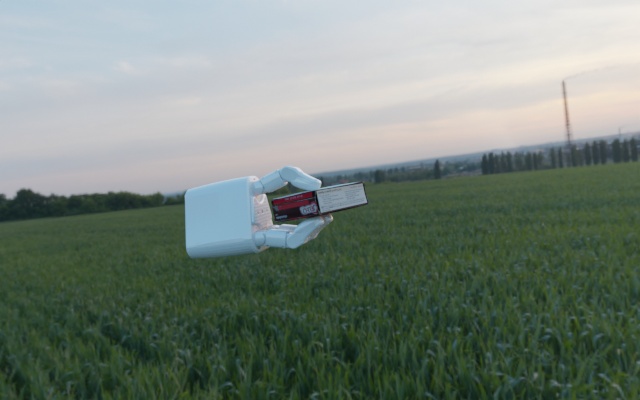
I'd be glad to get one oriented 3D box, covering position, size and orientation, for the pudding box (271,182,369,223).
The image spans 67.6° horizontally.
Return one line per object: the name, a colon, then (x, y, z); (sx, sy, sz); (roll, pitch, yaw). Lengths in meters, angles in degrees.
pudding box: (0.000, 0.002, 0.686); (0.090, 0.039, 0.113); (-10, 3, 42)
